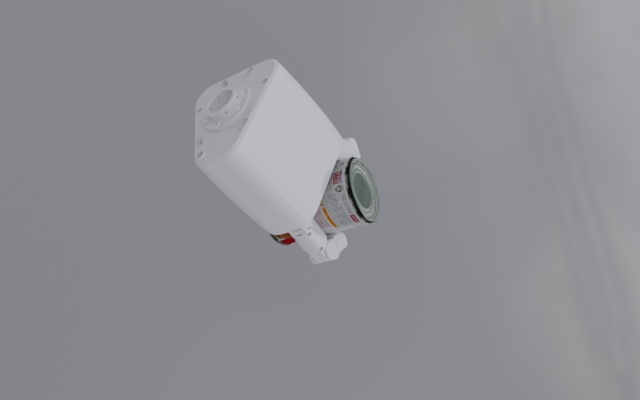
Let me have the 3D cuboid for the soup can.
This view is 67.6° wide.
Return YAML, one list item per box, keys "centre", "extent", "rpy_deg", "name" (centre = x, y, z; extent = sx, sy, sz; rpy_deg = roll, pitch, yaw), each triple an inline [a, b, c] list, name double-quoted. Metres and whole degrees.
- centre: [0.001, 0.002, 0.482]
  extent: [0.102, 0.068, 0.068]
  rpy_deg: [-16, -8, 27]
  name: "soup can"
